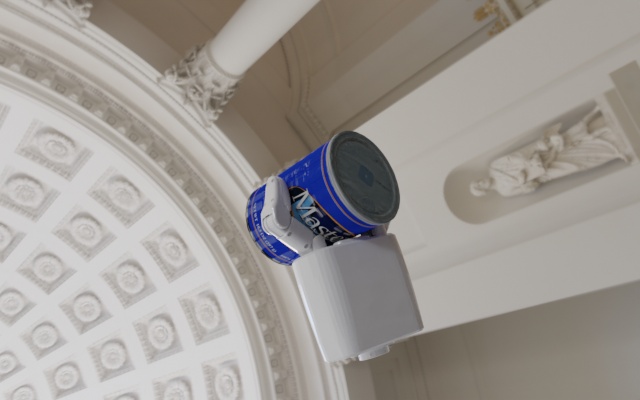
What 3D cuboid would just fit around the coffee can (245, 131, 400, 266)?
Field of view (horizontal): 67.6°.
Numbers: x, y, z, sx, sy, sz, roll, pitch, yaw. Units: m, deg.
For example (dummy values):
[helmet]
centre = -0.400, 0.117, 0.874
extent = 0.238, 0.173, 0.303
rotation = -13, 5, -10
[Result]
[coffee can]
centre = 0.000, 0.001, 0.522
extent = 0.103, 0.102, 0.140
rotation = 0, -23, -47
